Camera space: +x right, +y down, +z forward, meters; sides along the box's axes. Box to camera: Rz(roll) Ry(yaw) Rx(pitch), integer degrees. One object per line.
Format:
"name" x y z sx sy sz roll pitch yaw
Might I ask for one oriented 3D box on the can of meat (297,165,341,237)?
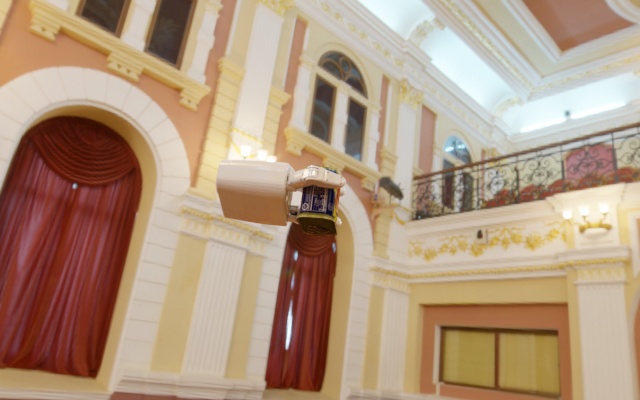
"can of meat" 0.000 0.002 0.744 0.057 0.084 0.102 4 -19 7
